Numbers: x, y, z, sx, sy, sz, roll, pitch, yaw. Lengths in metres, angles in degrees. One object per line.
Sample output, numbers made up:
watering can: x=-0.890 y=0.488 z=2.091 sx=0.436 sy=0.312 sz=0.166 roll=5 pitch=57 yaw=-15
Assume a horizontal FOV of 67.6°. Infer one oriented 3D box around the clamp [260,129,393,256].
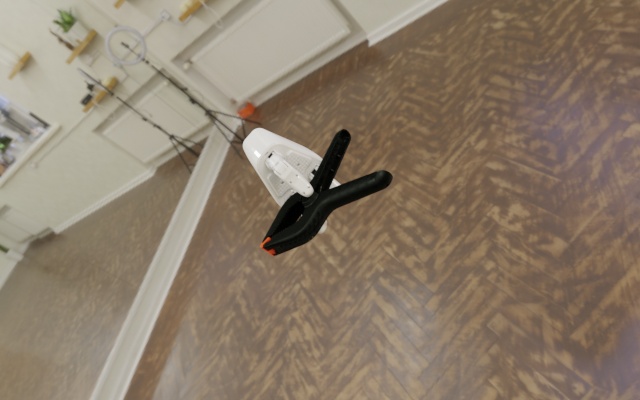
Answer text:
clamp: x=-0.001 y=0.002 z=0.660 sx=0.036 sy=0.210 sz=0.164 roll=40 pitch=3 yaw=-31
